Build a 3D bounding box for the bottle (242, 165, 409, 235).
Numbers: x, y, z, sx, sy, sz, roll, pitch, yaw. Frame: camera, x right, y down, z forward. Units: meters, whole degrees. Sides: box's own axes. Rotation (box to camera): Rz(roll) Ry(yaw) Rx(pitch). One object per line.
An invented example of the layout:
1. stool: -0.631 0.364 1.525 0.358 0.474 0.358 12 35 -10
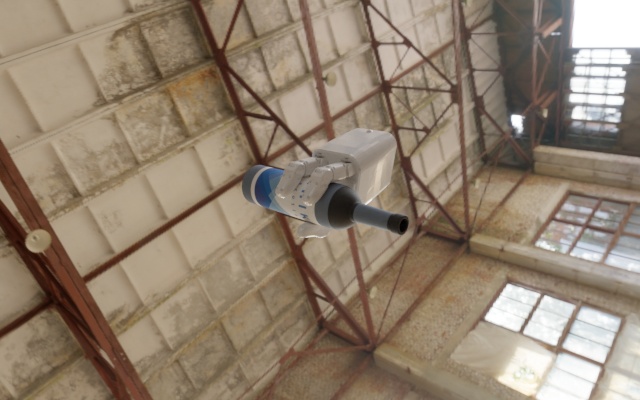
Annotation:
1. bottle: 0.000 0.002 0.715 0.295 0.069 0.069 16 10 40
